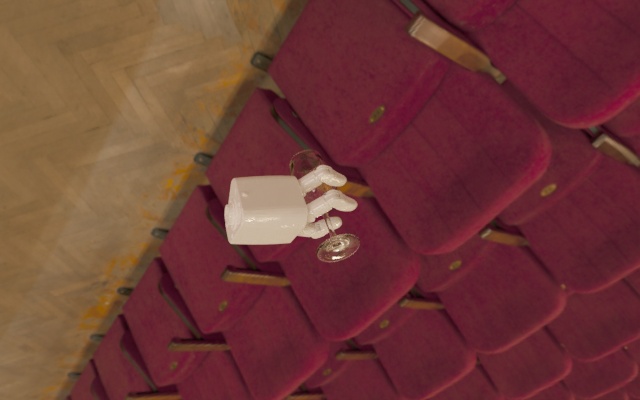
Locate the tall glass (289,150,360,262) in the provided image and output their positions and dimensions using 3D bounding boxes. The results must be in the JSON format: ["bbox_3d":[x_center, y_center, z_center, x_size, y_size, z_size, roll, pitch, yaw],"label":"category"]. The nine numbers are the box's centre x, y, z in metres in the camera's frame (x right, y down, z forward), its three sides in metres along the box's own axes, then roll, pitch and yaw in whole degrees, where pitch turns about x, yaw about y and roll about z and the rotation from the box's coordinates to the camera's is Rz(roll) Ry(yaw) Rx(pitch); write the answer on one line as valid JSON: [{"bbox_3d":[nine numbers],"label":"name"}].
[{"bbox_3d":[0.000,0.003,0.822,0.079,0.201,0.079,-13,-37,-10],"label":"tall glass"}]
